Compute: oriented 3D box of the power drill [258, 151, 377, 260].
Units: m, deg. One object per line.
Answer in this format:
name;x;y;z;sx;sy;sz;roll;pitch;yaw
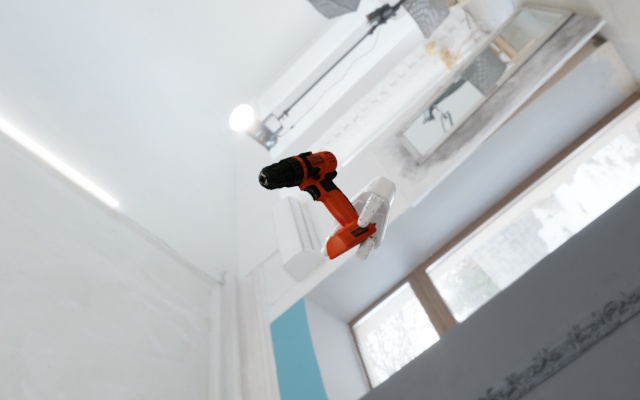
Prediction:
power drill;0.001;0.003;0.807;0.184;0.187;0.057;-21;-14;-48
